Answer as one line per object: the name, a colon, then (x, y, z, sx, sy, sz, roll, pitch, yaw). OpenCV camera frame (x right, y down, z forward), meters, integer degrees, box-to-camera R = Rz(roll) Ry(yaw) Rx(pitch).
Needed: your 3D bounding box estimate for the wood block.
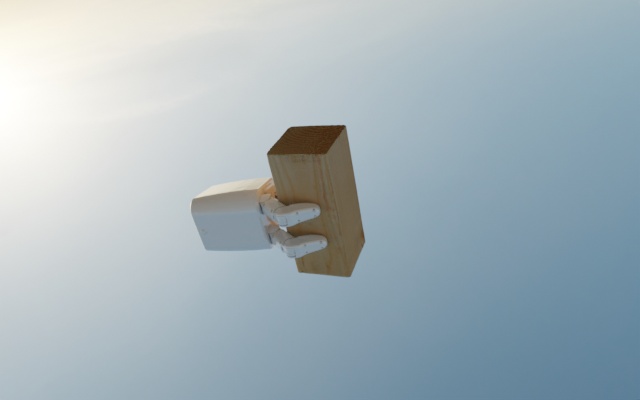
wood block: (0.000, 0.002, 0.702, 0.090, 0.206, 0.090, 2, 34, 21)
